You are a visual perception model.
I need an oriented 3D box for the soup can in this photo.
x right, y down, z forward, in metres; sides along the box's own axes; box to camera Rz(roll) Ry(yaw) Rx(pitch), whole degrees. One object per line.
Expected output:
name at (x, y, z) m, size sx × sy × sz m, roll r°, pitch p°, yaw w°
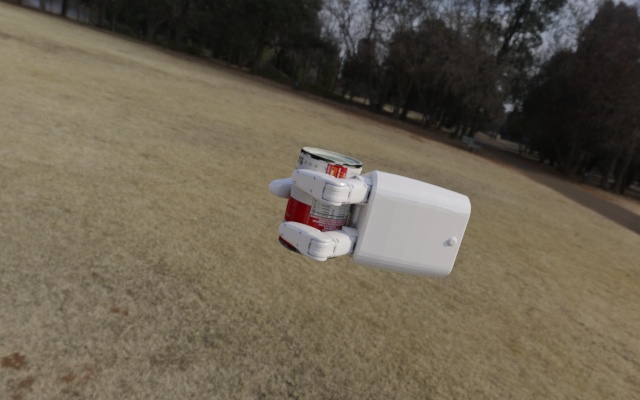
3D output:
soup can at (0.000, 0.001, 0.503) m, size 0.068 × 0.102 × 0.068 m, roll 14°, pitch 13°, yaw -3°
